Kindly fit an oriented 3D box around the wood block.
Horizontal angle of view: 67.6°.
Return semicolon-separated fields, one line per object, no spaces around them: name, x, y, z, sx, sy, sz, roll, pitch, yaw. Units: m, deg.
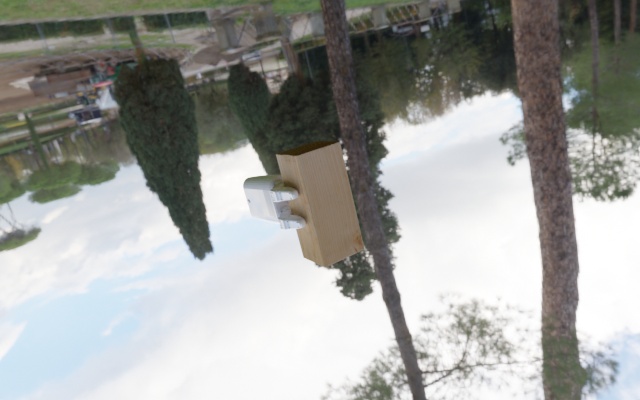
wood block;0.000;0.003;0.873;0.091;0.206;0.090;-22;17;-27
